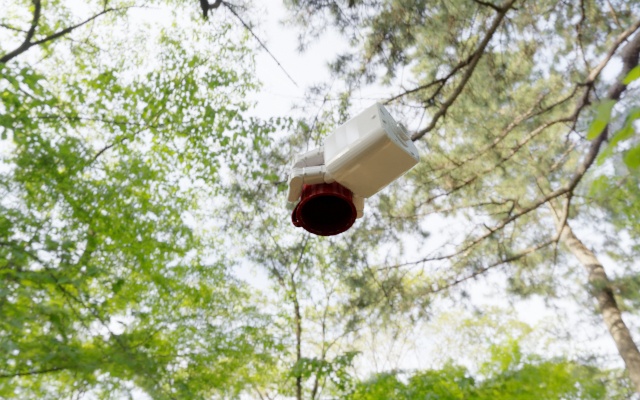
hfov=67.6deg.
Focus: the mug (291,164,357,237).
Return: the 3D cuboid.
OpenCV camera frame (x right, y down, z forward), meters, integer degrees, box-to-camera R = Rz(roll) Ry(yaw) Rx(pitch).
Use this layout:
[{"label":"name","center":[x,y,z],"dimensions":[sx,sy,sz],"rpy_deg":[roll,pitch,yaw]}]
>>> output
[{"label":"mug","center":[-0.001,0.003,0.765],"dimensions":[0.117,0.081,0.093],"rpy_deg":[-34,-56,26]}]
